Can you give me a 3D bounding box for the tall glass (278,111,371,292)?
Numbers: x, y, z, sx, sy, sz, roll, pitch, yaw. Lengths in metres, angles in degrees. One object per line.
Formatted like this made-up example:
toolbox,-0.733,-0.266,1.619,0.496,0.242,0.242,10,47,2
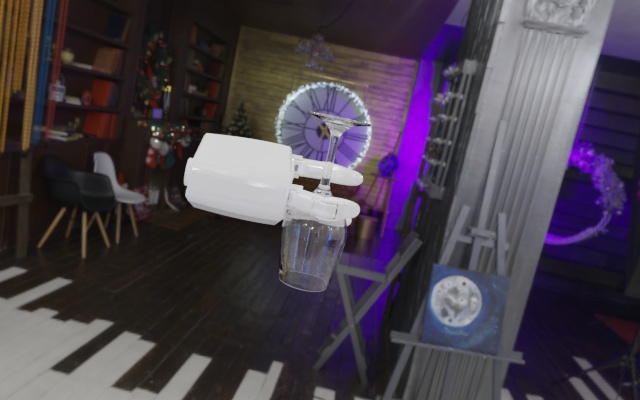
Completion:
tall glass,0.000,0.001,0.560,0.079,0.201,0.079,12,9,-2
